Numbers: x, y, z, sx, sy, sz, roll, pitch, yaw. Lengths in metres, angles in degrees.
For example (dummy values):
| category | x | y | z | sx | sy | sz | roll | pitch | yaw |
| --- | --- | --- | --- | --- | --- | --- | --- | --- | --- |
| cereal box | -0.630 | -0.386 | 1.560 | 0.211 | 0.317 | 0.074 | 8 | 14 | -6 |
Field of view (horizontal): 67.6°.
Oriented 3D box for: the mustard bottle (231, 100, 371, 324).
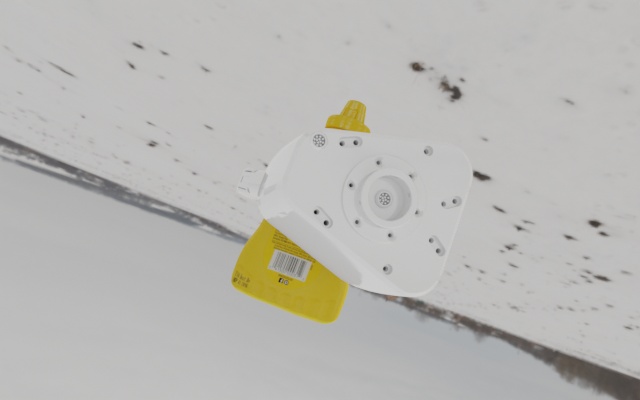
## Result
| category | x | y | z | sx | sy | sz | roll | pitch | yaw |
| --- | --- | --- | --- | --- | --- | --- | --- | --- | --- |
| mustard bottle | 0.000 | 0.002 | 0.417 | 0.096 | 0.191 | 0.058 | 18 | -8 | 14 |
